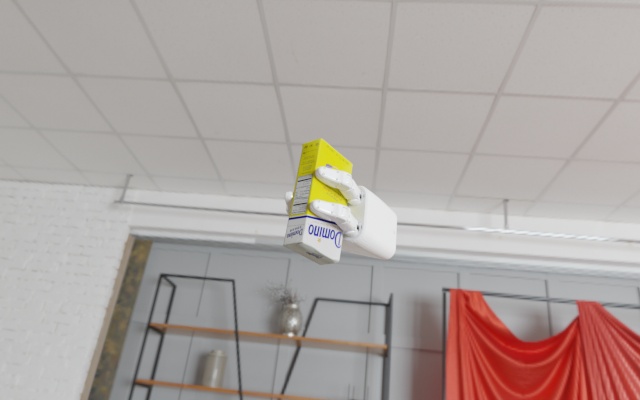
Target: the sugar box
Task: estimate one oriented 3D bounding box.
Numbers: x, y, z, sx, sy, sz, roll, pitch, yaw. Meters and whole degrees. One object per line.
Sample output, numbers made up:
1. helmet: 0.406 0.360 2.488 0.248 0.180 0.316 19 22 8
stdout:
1. sugar box: 0.001 0.002 0.745 0.048 0.176 0.093 -13 -31 36
